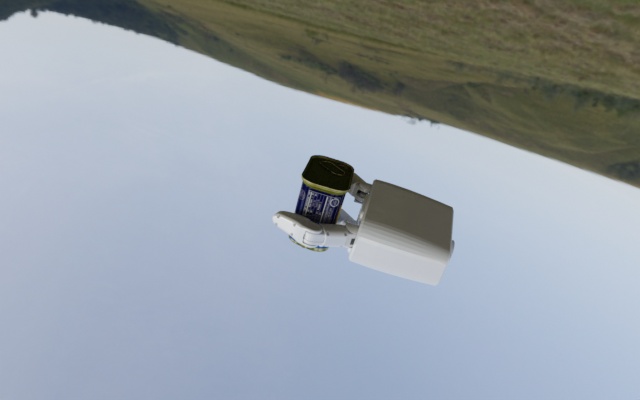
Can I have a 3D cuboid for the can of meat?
[{"bbox_3d":[0.000,0.002,0.581,0.057,0.084,0.102,17,24,1],"label":"can of meat"}]
